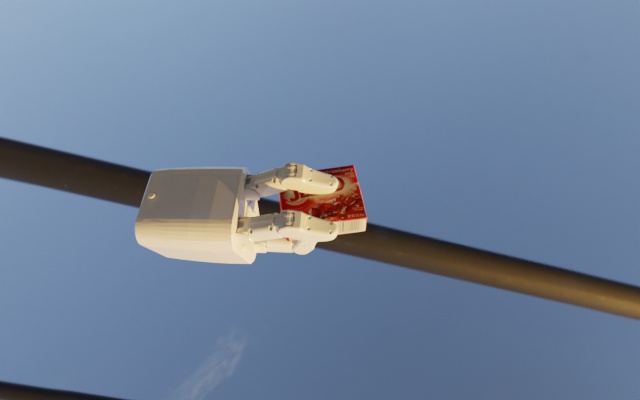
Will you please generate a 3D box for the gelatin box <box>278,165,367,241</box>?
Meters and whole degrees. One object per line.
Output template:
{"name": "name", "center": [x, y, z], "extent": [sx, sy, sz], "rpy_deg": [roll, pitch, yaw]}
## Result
{"name": "gelatin box", "center": [0.000, 0.002, 0.520], "extent": [0.089, 0.073, 0.030], "rpy_deg": [-7, -35, -5]}
